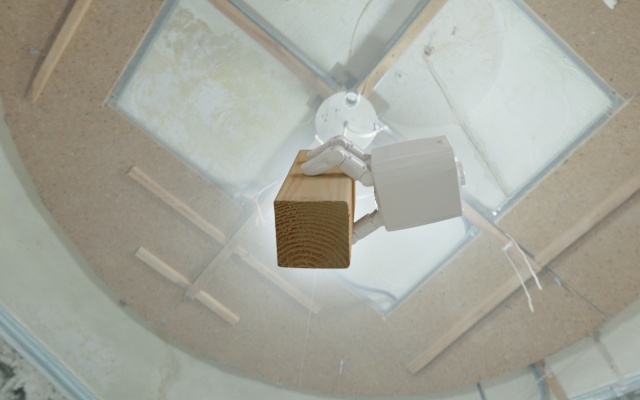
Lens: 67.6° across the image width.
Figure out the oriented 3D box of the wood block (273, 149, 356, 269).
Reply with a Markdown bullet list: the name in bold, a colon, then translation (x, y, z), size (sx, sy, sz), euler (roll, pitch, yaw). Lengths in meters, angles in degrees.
- **wood block**: translation (0.001, 0.002, 0.651), size (0.090, 0.091, 0.206), euler (0, 22, 6)
